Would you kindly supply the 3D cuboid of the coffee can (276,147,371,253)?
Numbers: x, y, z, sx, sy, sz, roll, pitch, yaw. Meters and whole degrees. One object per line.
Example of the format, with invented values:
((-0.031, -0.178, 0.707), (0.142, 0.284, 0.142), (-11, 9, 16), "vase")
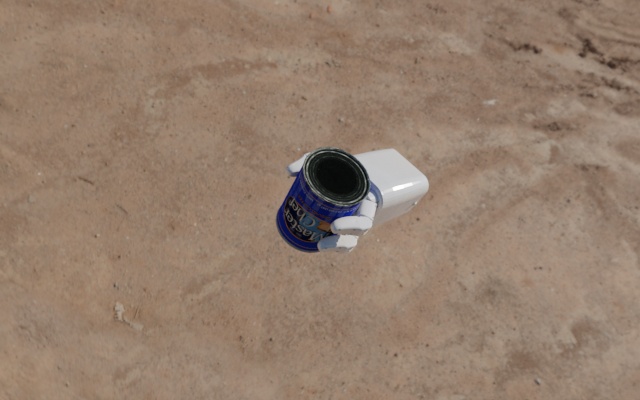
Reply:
((0.000, 0.002, 0.722), (0.103, 0.102, 0.140), (0, -33, -24), "coffee can")
